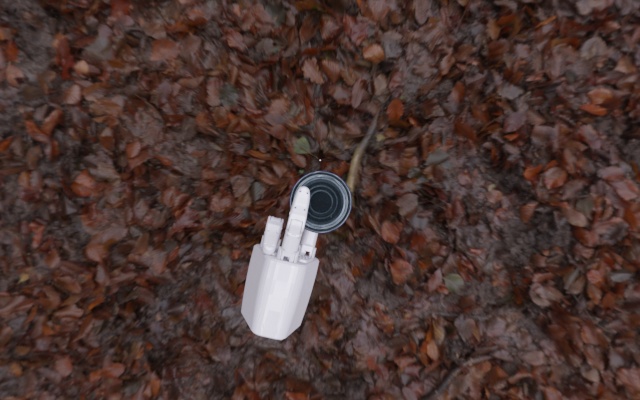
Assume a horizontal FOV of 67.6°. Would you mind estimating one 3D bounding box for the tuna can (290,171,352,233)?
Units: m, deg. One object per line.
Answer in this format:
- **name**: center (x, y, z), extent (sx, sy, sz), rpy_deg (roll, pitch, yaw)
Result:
- **tuna can**: center (0.000, 0.002, 0.654), extent (0.086, 0.086, 0.034), rpy_deg (0, 0, -1)
